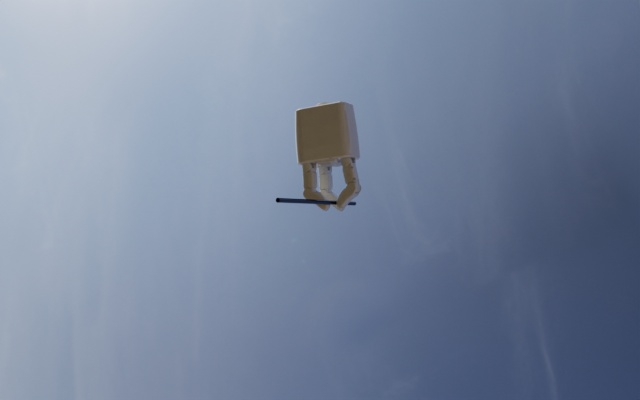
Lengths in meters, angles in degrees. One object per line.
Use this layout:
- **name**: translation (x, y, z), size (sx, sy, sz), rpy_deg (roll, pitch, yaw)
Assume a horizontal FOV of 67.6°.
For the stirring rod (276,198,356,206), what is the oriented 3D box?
- **stirring rod**: translation (0.000, 0.003, 0.851), size (0.011, 0.011, 0.239), rpy_deg (0, -2, 34)
